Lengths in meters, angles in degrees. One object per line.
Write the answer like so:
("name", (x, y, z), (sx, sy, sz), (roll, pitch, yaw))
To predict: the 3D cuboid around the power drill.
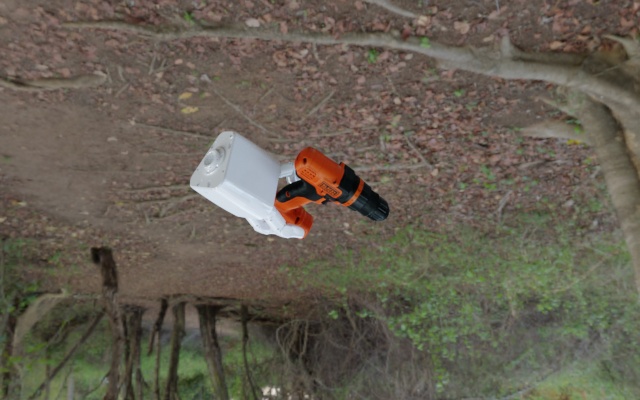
("power drill", (0.000, 0.003, 0.818), (0.184, 0.057, 0.188), (35, -42, -20))
